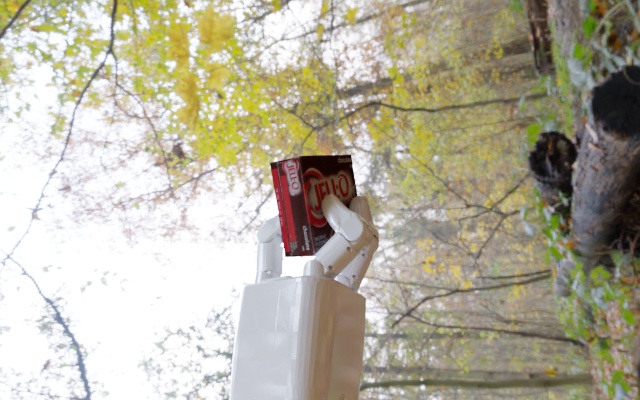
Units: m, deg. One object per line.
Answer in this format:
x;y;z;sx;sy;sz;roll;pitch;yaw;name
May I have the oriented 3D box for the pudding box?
0.000;0.002;0.470;0.039;0.090;0.113;-7;3;26;pudding box
